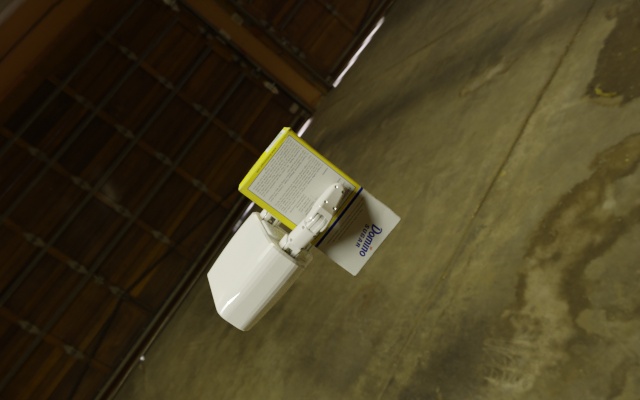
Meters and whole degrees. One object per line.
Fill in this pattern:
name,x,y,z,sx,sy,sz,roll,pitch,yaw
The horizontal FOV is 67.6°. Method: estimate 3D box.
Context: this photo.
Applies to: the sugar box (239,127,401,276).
sugar box,0.000,0.002,0.575,0.176,0.093,0.048,38,3,-15
